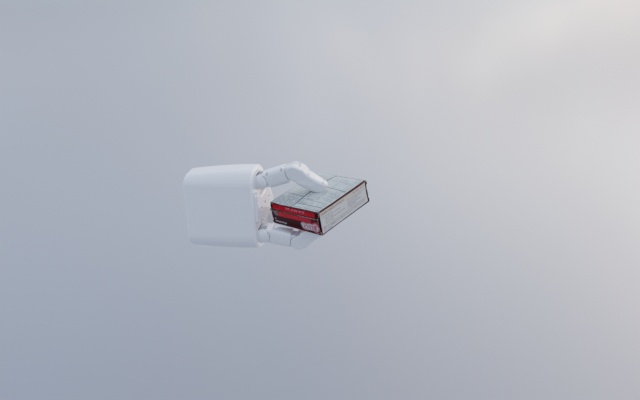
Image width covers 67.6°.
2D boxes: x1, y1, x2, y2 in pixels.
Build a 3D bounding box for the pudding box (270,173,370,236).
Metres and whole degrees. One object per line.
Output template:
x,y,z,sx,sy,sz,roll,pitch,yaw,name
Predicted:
0.000,0.002,0.668,0.090,0.039,0.113,13,35,38,pudding box
